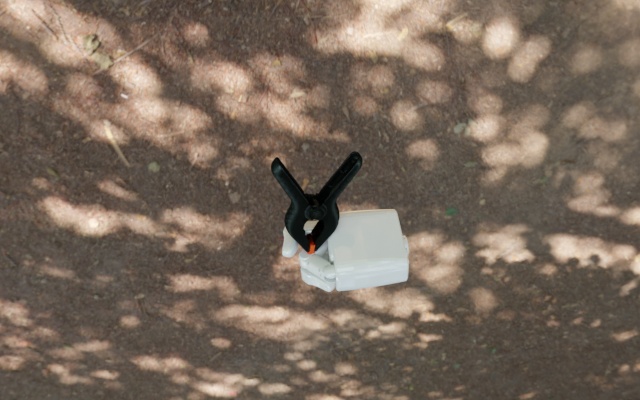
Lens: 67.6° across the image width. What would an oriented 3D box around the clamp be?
[{"bbox_3d":[0.000,0.003,0.659,0.120,0.172,0.039,-8,43,-4],"label":"clamp"}]
